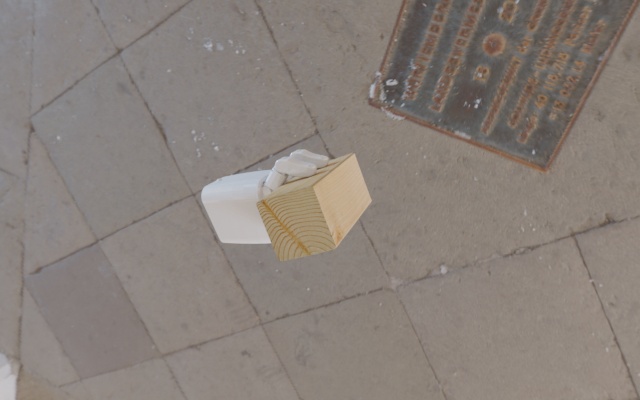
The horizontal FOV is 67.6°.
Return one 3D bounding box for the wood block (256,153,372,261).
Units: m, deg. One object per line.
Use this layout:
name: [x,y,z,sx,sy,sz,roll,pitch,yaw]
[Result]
wood block: [0.000,0.003,0.715,0.090,0.091,0.206,-16,12,23]
